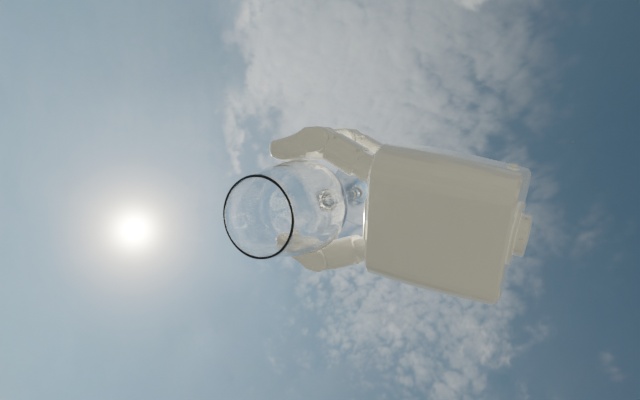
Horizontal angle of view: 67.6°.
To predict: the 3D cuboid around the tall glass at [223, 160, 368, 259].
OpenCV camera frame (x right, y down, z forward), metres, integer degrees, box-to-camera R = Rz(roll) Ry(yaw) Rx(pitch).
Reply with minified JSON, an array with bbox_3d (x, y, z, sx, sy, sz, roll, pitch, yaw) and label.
[{"bbox_3d":[0.000,0.001,0.429,0.079,0.079,0.201,0,6,28],"label":"tall glass"}]
